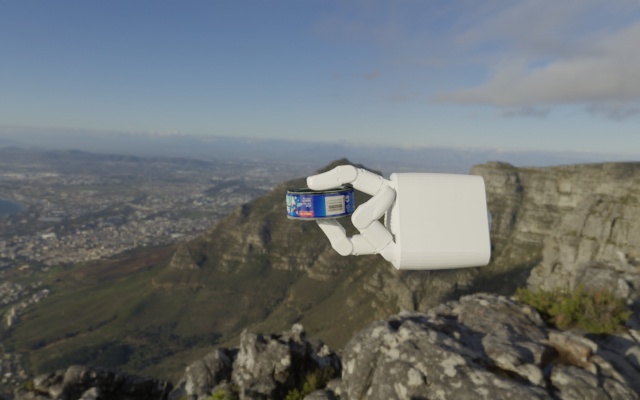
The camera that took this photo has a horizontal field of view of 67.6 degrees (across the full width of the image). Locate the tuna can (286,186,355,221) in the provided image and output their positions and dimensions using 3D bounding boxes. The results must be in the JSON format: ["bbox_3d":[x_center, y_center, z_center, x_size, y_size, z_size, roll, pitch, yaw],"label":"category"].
[{"bbox_3d":[0.000,0.001,0.598,0.086,0.034,0.086,-3,7,0],"label":"tuna can"}]
